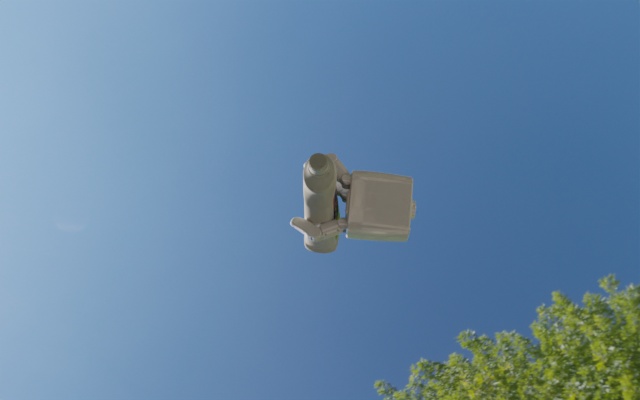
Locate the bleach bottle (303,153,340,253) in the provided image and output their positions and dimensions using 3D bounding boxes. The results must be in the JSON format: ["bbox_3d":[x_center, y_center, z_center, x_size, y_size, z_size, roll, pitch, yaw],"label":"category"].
[{"bbox_3d":[0.000,0.003,0.829,0.068,0.102,0.251,5,-26,5],"label":"bleach bottle"}]
